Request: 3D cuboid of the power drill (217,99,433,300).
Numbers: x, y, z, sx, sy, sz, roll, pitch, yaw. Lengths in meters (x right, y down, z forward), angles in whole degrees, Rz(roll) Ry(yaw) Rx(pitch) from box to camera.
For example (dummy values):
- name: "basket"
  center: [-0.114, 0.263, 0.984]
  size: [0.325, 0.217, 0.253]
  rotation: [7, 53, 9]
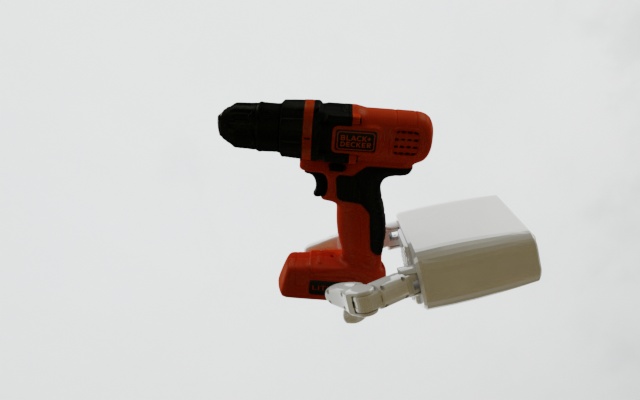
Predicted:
- name: "power drill"
  center: [0.000, 0.002, 0.439]
  size: [0.184, 0.188, 0.057]
  rotation: [4, 26, 2]
